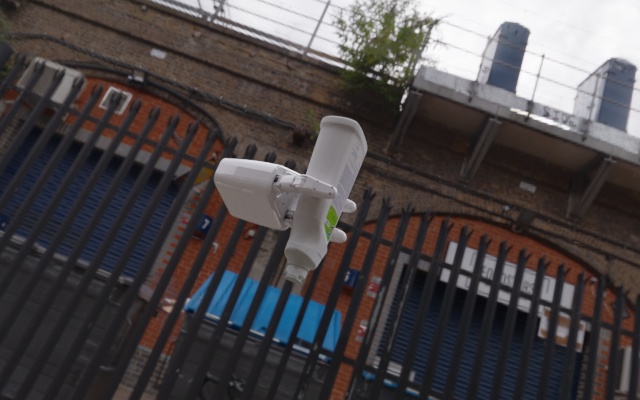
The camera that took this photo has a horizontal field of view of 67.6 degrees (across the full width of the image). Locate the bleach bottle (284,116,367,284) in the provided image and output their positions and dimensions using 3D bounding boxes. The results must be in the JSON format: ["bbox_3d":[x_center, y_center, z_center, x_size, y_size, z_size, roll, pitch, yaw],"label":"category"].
[{"bbox_3d":[0.000,0.002,0.729,0.068,0.250,0.103,12,-21,24],"label":"bleach bottle"}]
